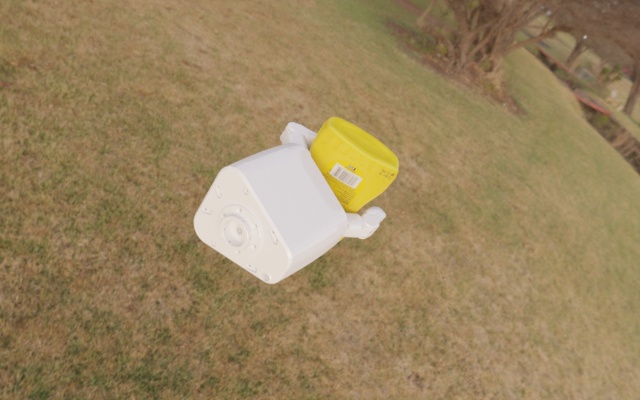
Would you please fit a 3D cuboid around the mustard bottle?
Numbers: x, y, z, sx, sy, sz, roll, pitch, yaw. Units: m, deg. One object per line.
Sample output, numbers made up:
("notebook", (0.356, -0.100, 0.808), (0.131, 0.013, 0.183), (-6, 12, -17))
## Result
("mustard bottle", (0.000, 0.002, 0.563), (0.096, 0.192, 0.058), (31, 32, -10))
